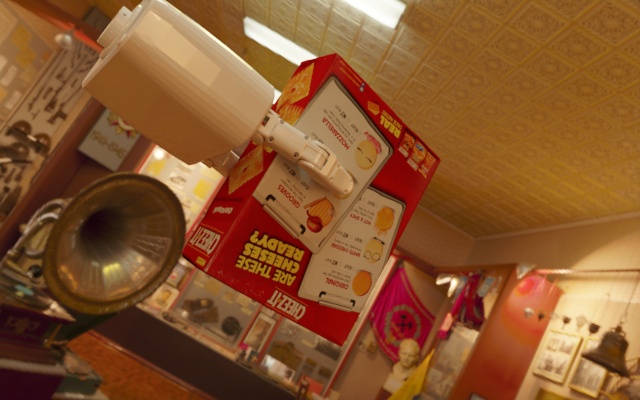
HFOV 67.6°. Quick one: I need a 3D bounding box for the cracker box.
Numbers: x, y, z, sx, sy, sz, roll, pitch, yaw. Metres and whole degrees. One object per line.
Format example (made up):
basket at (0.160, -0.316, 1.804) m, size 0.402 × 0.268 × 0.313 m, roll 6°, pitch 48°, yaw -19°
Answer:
cracker box at (0.000, 0.001, 0.449) m, size 0.164 × 0.213 × 0.072 m, roll 37°, pitch -13°, yaw -31°
